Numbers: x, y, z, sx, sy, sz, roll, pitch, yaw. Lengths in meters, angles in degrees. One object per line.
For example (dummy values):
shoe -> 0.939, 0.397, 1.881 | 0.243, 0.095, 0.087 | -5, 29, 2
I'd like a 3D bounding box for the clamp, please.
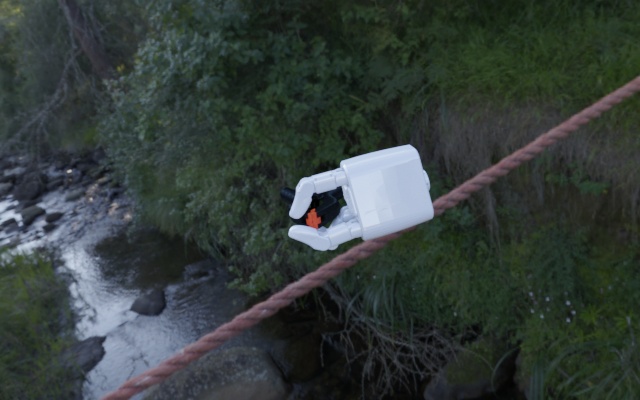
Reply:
clamp -> 0.000, 0.002, 0.756 | 0.120, 0.039, 0.171 | -15, 21, -3
